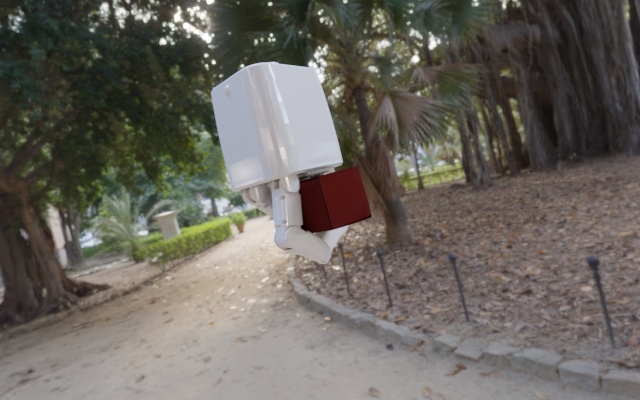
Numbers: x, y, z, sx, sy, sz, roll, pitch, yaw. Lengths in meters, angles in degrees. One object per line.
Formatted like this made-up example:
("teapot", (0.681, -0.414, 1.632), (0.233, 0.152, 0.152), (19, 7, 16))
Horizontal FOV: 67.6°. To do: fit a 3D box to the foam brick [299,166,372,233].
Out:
("foam brick", (0.000, 0.002, 0.464), (0.053, 0.051, 0.078), (-16, 3, -40))
